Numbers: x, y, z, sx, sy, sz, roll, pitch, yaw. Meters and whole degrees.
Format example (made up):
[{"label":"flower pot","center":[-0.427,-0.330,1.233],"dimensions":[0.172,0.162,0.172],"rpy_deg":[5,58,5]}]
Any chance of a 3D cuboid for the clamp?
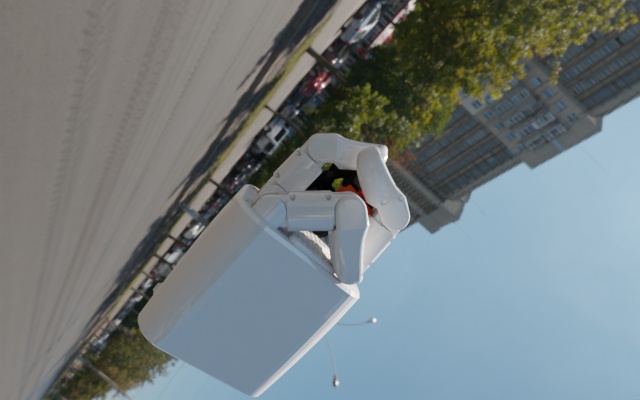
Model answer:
[{"label":"clamp","center":[0.001,0.002,0.416],"dimensions":[0.039,0.120,0.171],"rpy_deg":[42,5,-9]}]
